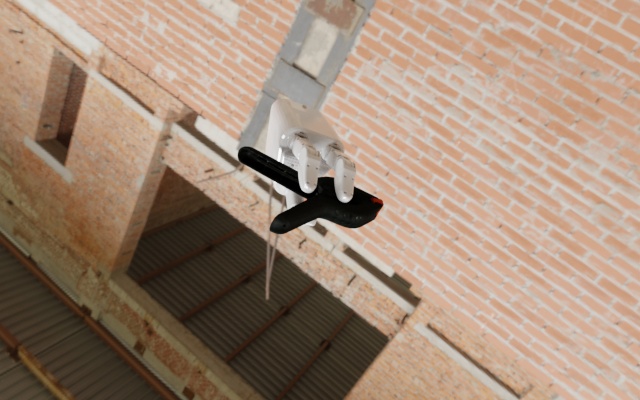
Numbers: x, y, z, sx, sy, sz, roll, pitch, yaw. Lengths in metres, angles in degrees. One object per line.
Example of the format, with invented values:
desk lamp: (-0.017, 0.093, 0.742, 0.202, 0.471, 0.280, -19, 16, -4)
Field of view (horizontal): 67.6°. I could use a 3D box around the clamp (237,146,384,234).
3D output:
clamp: (0.000, 0.003, 0.625, 0.210, 0.036, 0.164, 15, 30, -27)
